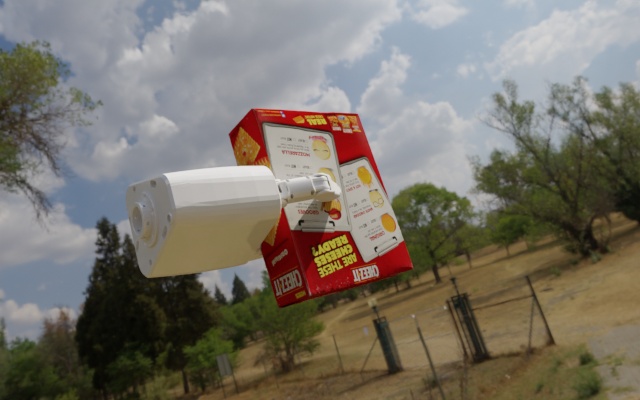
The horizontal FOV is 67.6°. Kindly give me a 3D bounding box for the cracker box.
[{"bbox_3d":[0.000,0.002,0.565,0.164,0.213,0.072,-6,-18,-40],"label":"cracker box"}]
